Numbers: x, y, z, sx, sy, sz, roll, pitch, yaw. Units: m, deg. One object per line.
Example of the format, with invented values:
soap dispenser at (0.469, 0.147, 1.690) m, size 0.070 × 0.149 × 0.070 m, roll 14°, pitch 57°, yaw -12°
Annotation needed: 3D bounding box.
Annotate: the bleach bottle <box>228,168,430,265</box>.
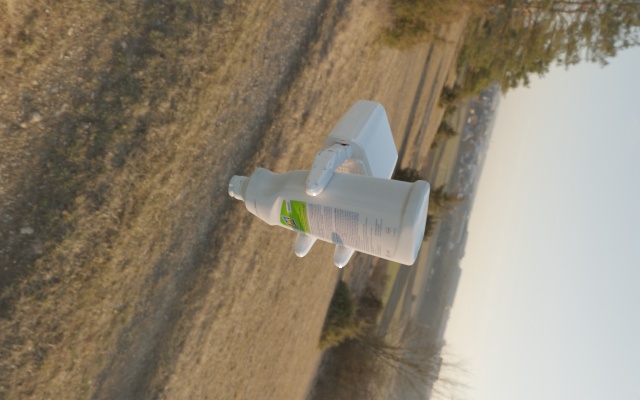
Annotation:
bleach bottle at (0.000, 0.002, 0.585) m, size 0.251 × 0.103 × 0.068 m, roll 14°, pitch 44°, yaw 19°
